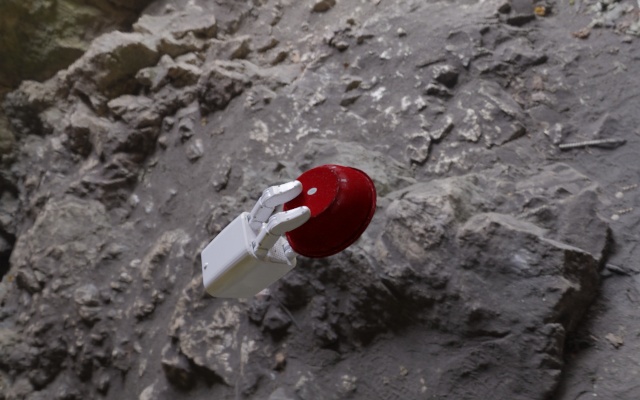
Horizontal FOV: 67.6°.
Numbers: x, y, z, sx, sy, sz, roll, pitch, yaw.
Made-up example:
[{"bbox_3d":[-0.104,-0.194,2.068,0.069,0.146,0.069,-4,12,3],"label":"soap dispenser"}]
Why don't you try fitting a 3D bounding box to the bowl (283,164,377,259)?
[{"bbox_3d":[0.001,0.001,0.711,0.162,0.162,0.055,0,-31,36],"label":"bowl"}]
